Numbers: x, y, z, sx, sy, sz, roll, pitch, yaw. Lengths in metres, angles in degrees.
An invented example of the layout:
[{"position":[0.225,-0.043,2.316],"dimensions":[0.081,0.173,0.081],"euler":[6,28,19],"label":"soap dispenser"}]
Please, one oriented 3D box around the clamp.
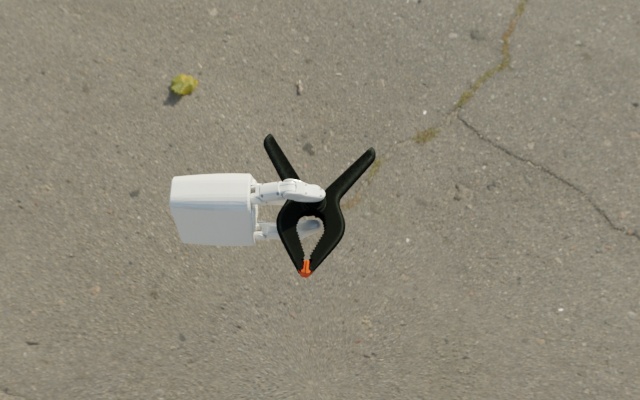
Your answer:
[{"position":[0.000,0.002,0.669],"dimensions":[0.164,0.210,0.036],"euler":[0,-21,-3],"label":"clamp"}]
